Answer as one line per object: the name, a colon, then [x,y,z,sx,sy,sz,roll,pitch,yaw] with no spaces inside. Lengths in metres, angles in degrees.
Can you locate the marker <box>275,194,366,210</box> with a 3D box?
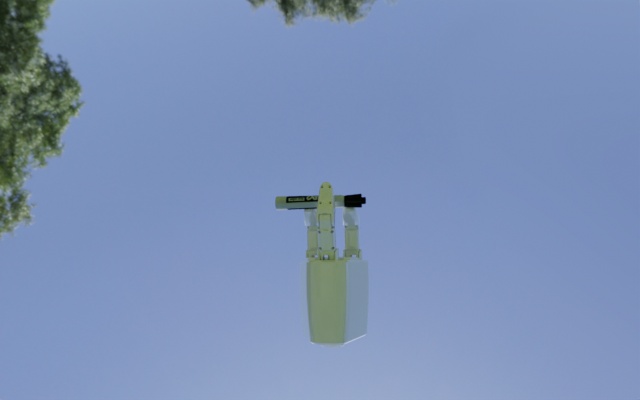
marker: [0.000,0.002,0.638,0.121,0.020,0.020,-2,0,9]
